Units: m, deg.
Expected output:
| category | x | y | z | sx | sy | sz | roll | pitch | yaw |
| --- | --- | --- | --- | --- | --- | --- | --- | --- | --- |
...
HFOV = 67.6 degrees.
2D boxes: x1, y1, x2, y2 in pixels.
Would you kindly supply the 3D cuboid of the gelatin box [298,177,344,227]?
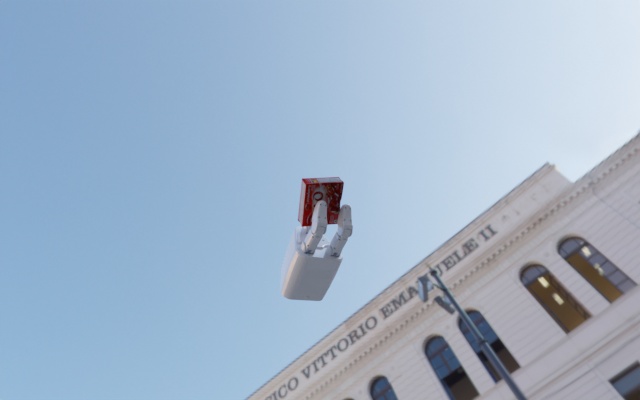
| category | x | y | z | sx | sy | sz | roll | pitch | yaw |
| --- | --- | --- | --- | --- | --- | --- | --- | --- | --- |
| gelatin box | 0.000 | 0.002 | 0.871 | 0.073 | 0.089 | 0.030 | -3 | 27 | -20 |
